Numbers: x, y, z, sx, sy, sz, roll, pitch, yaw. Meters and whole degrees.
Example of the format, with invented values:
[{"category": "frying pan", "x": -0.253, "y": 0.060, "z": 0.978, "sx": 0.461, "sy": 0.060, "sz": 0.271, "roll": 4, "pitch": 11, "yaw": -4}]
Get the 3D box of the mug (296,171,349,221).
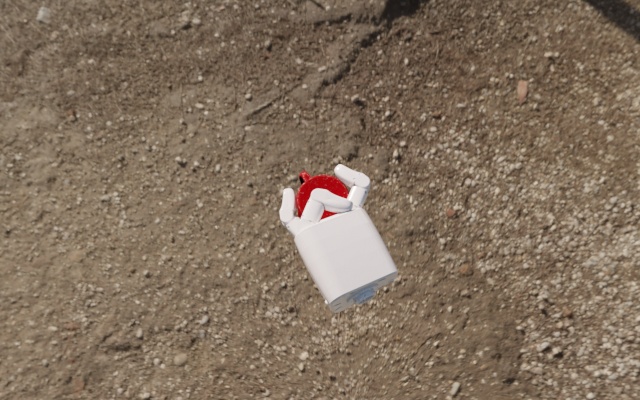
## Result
[{"category": "mug", "x": -0.001, "y": 0.001, "z": 0.750, "sx": 0.093, "sy": 0.117, "sz": 0.081, "roll": -27, "pitch": -22, "yaw": -8}]
